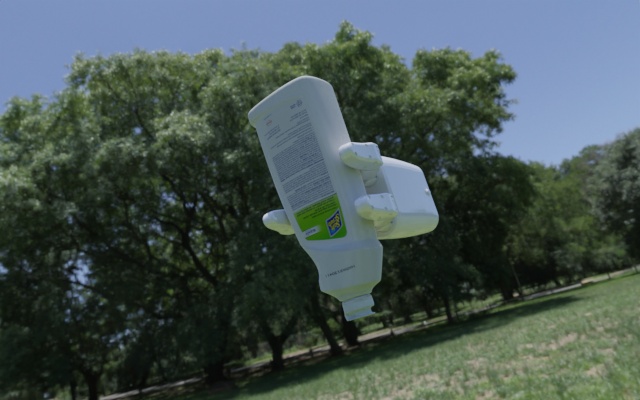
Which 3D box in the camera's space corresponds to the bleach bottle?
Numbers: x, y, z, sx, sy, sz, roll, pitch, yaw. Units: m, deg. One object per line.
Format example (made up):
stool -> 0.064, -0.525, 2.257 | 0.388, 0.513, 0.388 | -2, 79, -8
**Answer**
bleach bottle -> 0.000, 0.002, 0.505 | 0.102, 0.250, 0.068 | -27, -18, 35
